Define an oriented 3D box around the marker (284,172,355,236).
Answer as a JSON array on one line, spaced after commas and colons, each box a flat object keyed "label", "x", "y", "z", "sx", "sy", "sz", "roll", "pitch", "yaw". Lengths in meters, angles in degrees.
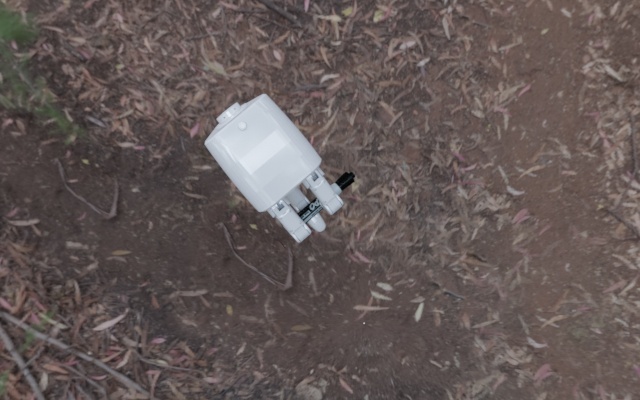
[{"label": "marker", "x": 0.000, "y": 0.002, "z": 0.659, "sx": 0.121, "sy": 0.020, "sz": 0.020, "roll": -41, "pitch": 5, "yaw": -6}]
